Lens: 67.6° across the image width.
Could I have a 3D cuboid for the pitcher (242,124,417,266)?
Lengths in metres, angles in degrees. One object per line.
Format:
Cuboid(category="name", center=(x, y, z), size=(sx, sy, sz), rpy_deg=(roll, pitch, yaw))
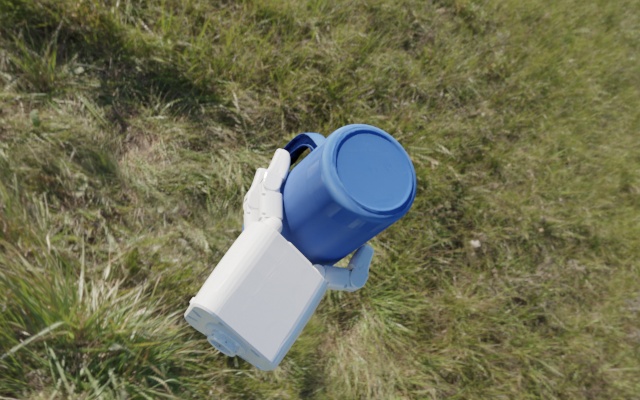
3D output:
Cuboid(category="pitcher", center=(0.000, 0.002, 0.565), size=(0.149, 0.145, 0.243), rpy_deg=(38, -32, -7))
